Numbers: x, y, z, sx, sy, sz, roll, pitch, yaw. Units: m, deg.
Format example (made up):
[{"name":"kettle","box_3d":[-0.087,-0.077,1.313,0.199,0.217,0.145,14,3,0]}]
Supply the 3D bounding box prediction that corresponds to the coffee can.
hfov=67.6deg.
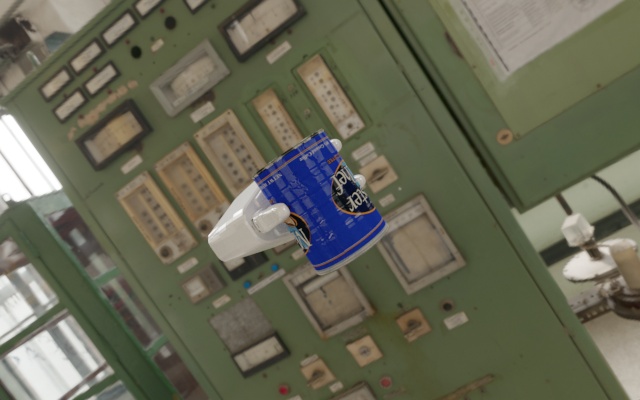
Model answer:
[{"name":"coffee can","box_3d":[0.000,0.002,0.565,0.103,0.140,0.103,-34,4,3]}]
